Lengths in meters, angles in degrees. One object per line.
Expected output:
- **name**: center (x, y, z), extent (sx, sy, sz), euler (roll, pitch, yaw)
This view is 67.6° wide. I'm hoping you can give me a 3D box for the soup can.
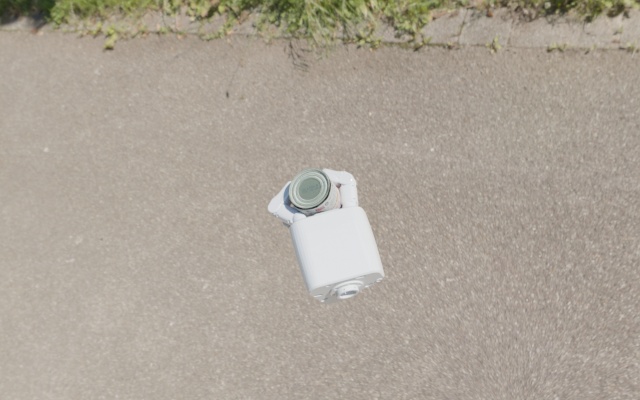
- **soup can**: center (0.000, 0.002, 0.733), extent (0.068, 0.068, 0.102), euler (0, -24, 22)
